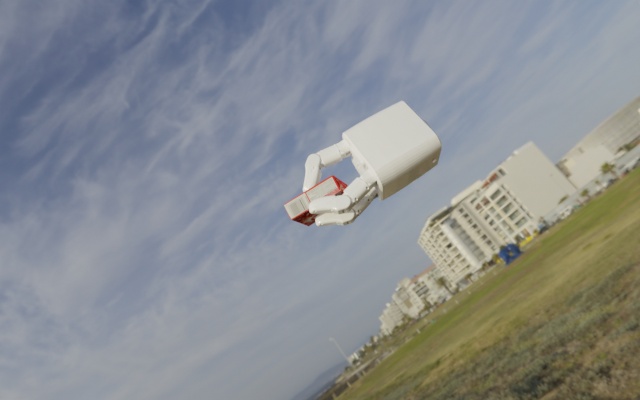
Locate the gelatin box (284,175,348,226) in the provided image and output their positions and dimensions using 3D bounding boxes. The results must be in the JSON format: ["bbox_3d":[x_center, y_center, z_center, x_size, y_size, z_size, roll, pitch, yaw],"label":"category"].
[{"bbox_3d":[0.000,0.002,0.715,0.089,0.030,0.073,-31,-18,11],"label":"gelatin box"}]
